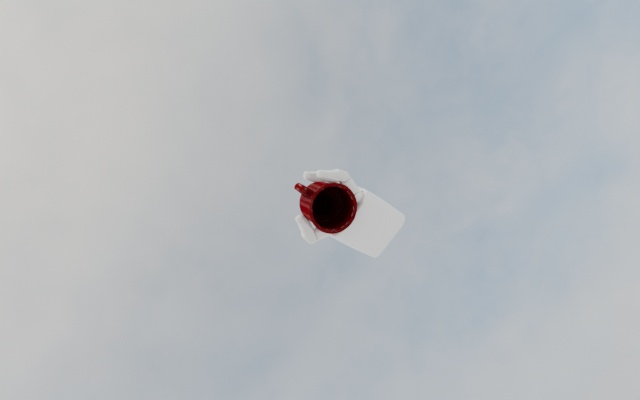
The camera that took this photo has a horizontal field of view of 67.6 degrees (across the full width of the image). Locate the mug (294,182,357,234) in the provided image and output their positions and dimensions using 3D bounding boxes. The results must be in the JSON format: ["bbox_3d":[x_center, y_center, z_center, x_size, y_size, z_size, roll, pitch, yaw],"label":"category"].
[{"bbox_3d":[-0.001,0.002,0.885,0.117,0.093,0.081,31,-3,-22],"label":"mug"}]
